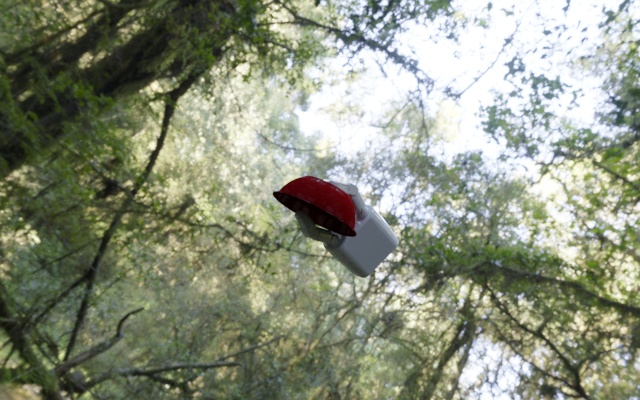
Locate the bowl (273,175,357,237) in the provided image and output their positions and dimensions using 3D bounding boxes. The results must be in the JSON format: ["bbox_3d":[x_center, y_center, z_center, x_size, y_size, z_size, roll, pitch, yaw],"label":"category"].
[{"bbox_3d":[0.000,0.002,0.826,0.162,0.055,0.162,26,-11,5],"label":"bowl"}]
